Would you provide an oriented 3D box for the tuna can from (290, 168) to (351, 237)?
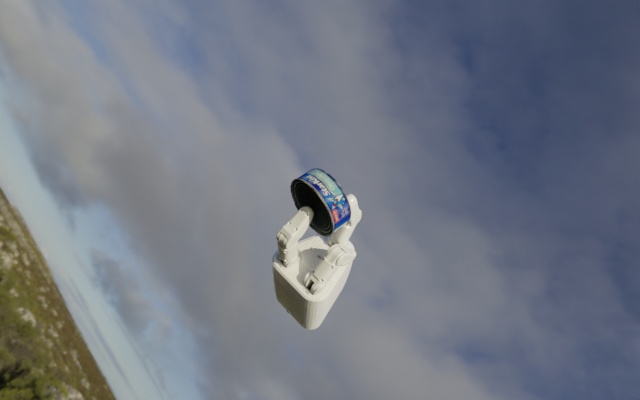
[{"bbox_3d":[0.001,0.002,0.618,0.033,0.086,0.086,-33,15,-24],"label":"tuna can"}]
